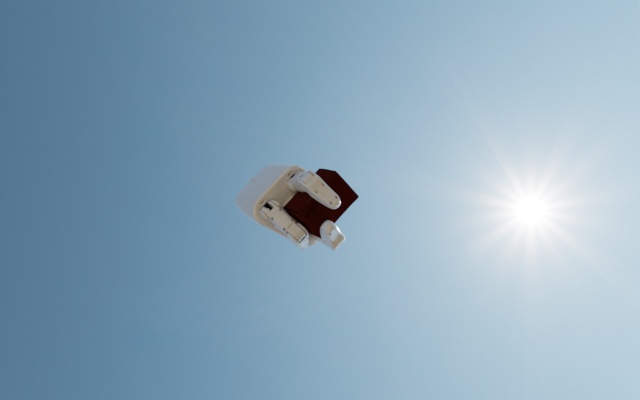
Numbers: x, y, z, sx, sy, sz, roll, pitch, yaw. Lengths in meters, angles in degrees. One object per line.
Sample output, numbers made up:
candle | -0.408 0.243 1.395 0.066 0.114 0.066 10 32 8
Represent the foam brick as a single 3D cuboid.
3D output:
foam brick | 0.000 0.002 0.641 0.053 0.078 0.051 49 -14 -23
